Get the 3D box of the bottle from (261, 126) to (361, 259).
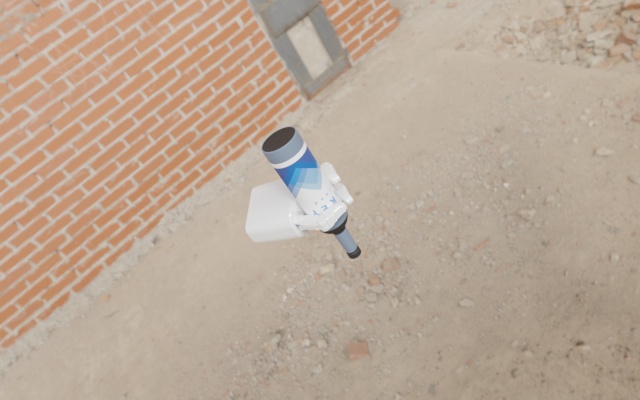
[{"bbox_3d":[0.000,0.003,0.851,0.069,0.069,0.296,0,-44,39],"label":"bottle"}]
